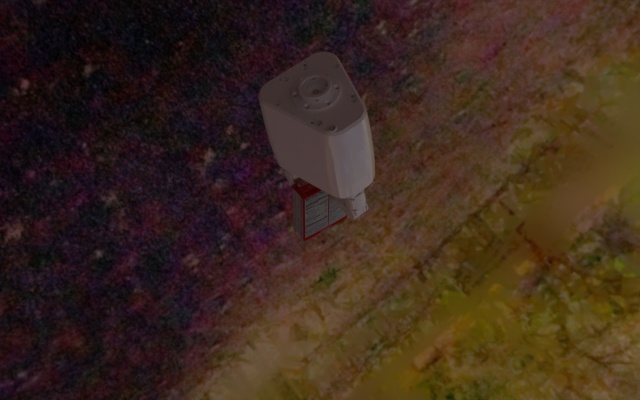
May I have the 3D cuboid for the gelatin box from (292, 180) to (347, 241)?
[{"bbox_3d":[0.000,0.003,0.619,0.073,0.089,0.030,-28,53,-24],"label":"gelatin box"}]
